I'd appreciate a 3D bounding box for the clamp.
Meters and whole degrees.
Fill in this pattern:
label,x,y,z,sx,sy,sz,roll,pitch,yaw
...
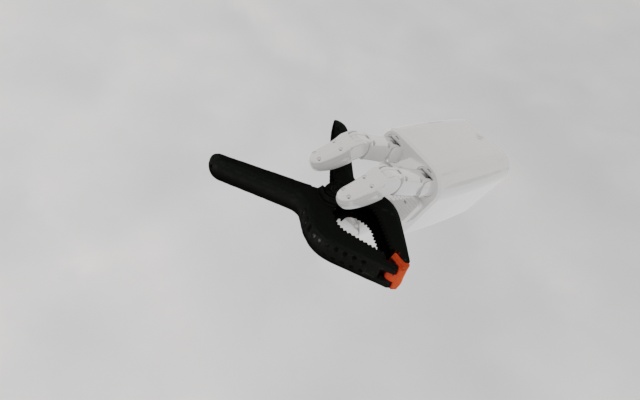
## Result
label,x,y,z,sx,sy,sz,roll,pitch,yaw
clamp,0.000,0.002,0.453,0.164,0.036,0.210,-16,51,-26
